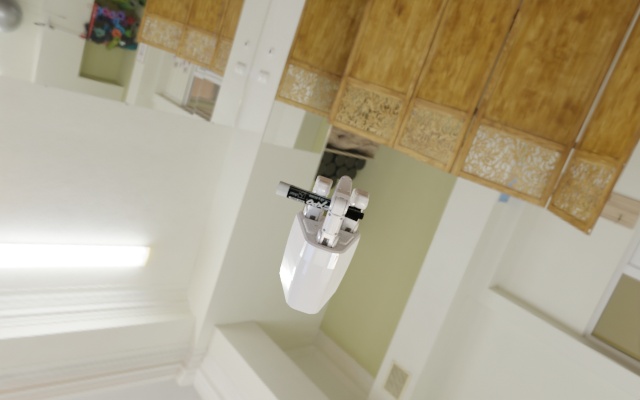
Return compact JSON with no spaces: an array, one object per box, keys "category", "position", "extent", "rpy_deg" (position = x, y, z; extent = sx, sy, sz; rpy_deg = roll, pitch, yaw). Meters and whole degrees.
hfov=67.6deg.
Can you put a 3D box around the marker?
[{"category":"marker","position":[0.000,0.002,0.638],"extent":[0.121,0.020,0.020],"rpy_deg":[19,0,-1]}]
